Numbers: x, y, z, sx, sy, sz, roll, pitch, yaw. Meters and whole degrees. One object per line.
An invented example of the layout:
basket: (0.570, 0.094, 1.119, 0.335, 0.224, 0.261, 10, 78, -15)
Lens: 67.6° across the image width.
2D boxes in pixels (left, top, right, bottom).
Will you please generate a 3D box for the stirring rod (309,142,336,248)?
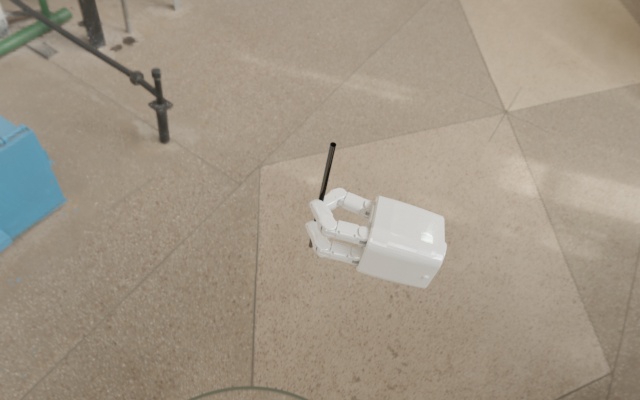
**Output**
stirring rod: (0.000, 0.002, 0.690, 0.011, 0.011, 0.240, 0, -37, -9)
